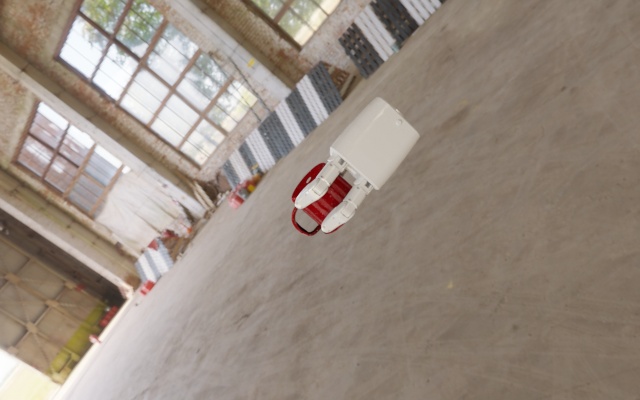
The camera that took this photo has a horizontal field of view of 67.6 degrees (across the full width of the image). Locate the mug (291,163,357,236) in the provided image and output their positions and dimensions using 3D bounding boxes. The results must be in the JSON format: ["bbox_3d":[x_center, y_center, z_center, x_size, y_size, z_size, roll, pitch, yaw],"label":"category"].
[{"bbox_3d":[-0.001,0.003,0.769,0.081,0.117,0.093,41,-2,-15],"label":"mug"}]
